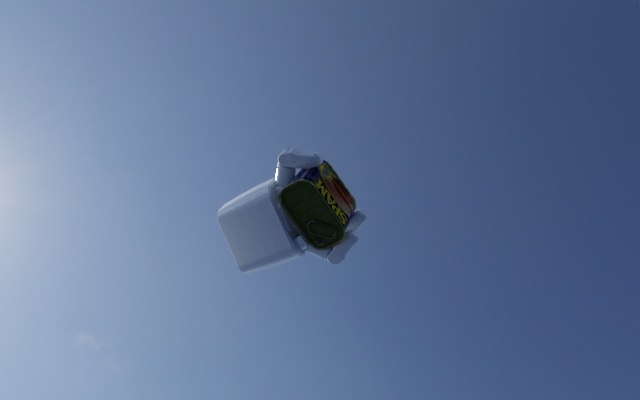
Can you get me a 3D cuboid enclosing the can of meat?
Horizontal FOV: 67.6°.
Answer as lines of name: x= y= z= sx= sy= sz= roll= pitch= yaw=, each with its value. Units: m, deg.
can of meat: x=0.000 y=0.002 z=0.651 sx=0.057 sy=0.102 sz=0.084 roll=-27 pitch=16 yaw=28
